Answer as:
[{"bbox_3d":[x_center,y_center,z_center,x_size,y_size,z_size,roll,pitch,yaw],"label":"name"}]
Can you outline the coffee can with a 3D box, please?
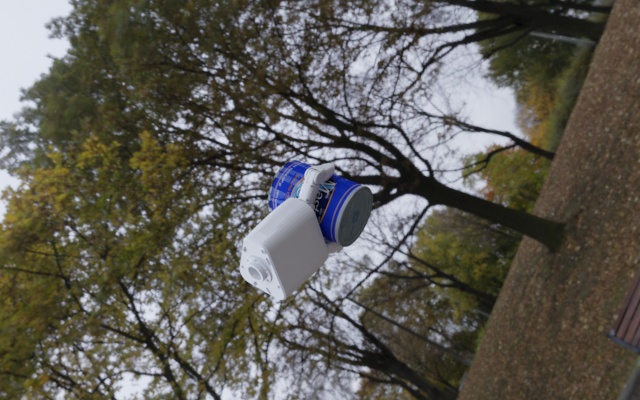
[{"bbox_3d":[0.000,0.002,0.783,0.140,0.103,0.103,23,11,28],"label":"coffee can"}]
